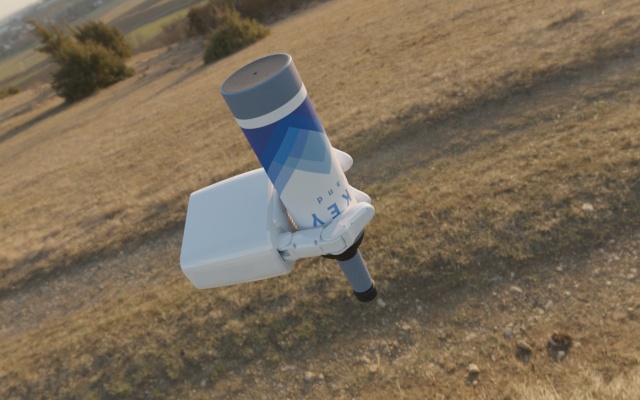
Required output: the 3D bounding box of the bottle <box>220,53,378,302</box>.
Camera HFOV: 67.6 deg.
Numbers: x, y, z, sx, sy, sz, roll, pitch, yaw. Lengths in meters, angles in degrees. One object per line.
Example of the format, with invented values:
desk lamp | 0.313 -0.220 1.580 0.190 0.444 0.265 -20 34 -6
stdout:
bottle | 0.000 0.001 0.483 0.069 0.296 0.069 -18 35 13
